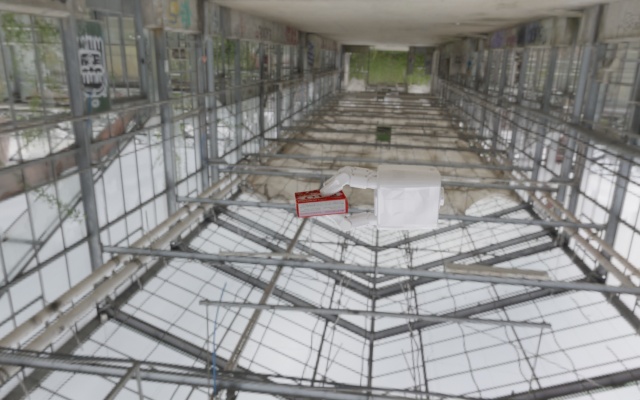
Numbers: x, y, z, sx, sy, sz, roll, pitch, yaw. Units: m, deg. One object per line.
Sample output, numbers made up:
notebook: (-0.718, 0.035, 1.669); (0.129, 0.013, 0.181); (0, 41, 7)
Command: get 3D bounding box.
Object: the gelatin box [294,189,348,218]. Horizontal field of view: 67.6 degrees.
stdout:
gelatin box: (0.000, 0.003, 0.844); (0.089, 0.030, 0.073); (-6, 16, -4)
